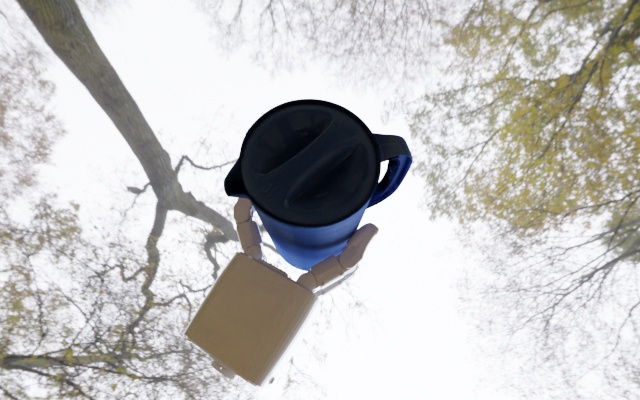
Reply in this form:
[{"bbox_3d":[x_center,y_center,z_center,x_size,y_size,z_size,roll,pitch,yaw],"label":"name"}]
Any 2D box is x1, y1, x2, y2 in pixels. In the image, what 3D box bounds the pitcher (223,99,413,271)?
[{"bbox_3d":[0.000,0.002,0.547,0.149,0.145,0.243,27,-19,10],"label":"pitcher"}]
